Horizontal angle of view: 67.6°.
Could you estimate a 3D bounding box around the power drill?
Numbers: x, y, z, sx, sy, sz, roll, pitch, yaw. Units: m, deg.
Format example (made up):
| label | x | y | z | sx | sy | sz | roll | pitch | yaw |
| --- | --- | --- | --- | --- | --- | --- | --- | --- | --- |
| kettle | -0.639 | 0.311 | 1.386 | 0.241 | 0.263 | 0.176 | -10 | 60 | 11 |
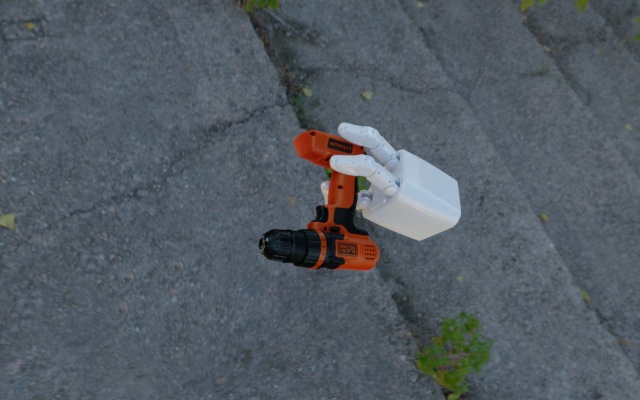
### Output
| label | x | y | z | sx | sy | sz | roll | pitch | yaw |
| --- | --- | --- | --- | --- | --- | --- | --- | --- | --- |
| power drill | 0.000 | 0.002 | 0.661 | 0.184 | 0.187 | 0.057 | 11 | -18 | -36 |
